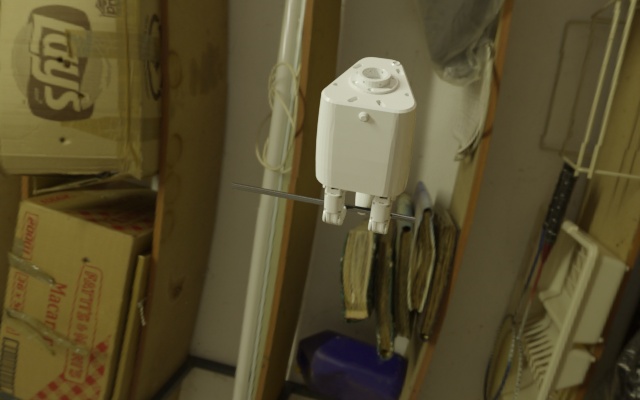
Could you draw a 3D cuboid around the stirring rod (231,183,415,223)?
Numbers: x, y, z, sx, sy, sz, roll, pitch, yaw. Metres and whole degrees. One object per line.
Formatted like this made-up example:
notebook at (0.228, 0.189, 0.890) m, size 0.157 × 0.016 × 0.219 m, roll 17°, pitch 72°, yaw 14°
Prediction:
stirring rod at (0.000, 0.002, 0.610) m, size 0.239 × 0.011 × 0.011 m, roll 11°, pitch 2°, yaw 10°
